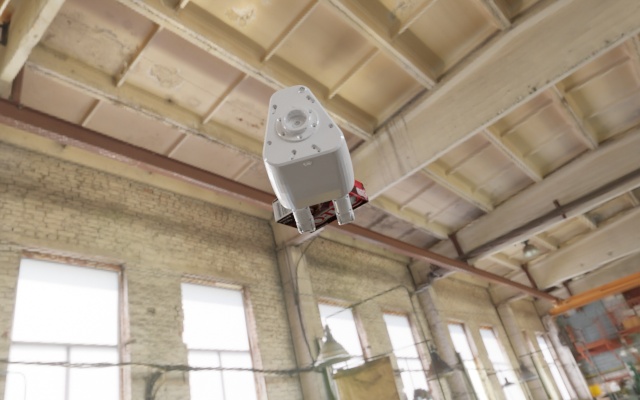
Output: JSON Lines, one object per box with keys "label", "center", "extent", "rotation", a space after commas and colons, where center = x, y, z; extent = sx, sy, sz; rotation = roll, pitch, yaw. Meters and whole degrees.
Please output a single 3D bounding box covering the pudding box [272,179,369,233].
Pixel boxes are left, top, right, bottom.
{"label": "pudding box", "center": [0.000, 0.002, 0.694], "extent": [0.113, 0.039, 0.090], "rotation": [-28, -29, 26]}
